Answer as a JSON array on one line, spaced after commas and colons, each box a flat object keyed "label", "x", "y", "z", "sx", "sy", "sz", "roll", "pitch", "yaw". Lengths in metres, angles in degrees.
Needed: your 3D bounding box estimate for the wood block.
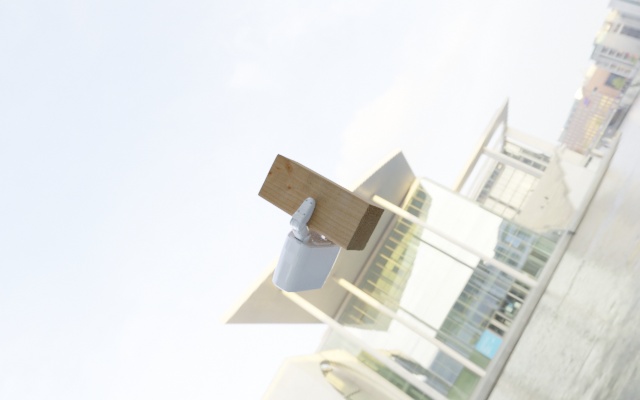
[{"label": "wood block", "x": 0.000, "y": 0.003, "z": 0.880, "sx": 0.206, "sy": 0.090, "sz": 0.091, "roll": 30, "pitch": 7, "yaw": 24}]
